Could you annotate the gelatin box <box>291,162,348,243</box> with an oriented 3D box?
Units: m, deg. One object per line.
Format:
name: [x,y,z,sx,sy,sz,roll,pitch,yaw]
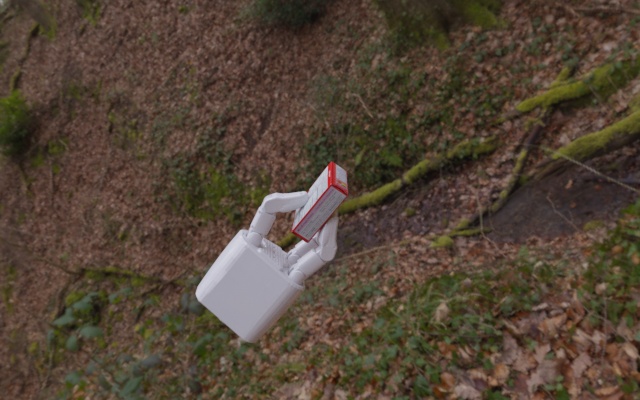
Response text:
gelatin box: [0.000,0.002,0.625,0.030,0.089,0.073,33,23,-13]
